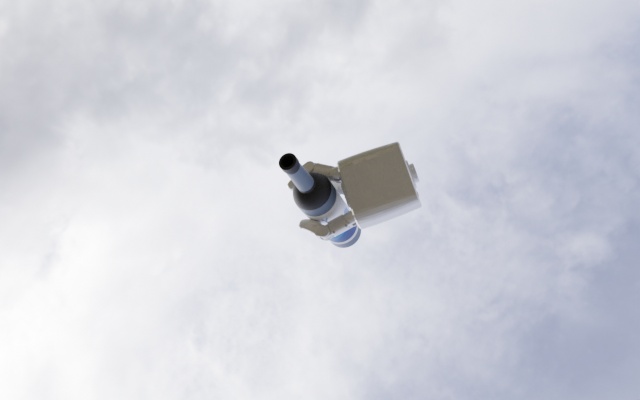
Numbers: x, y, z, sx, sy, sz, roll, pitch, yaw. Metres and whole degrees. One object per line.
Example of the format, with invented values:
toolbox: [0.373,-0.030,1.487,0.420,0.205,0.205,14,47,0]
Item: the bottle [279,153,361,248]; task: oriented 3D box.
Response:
bottle: [0.000,0.003,0.793,0.069,0.069,0.296,0,-23,20]
